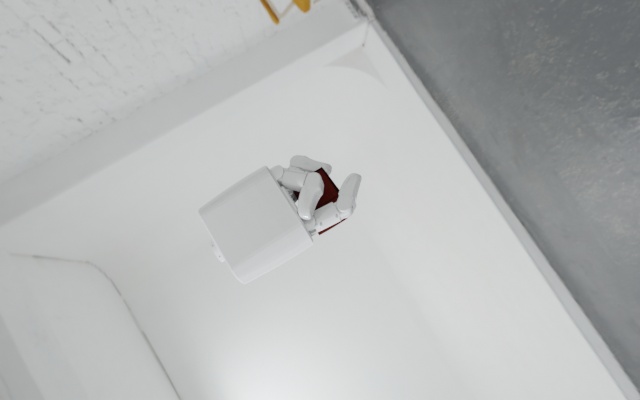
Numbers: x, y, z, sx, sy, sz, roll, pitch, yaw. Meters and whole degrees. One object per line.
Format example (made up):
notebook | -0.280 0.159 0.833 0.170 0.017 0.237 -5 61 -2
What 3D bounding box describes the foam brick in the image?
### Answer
foam brick | 0.000 0.002 0.658 0.051 0.053 0.078 -33 -28 -5
